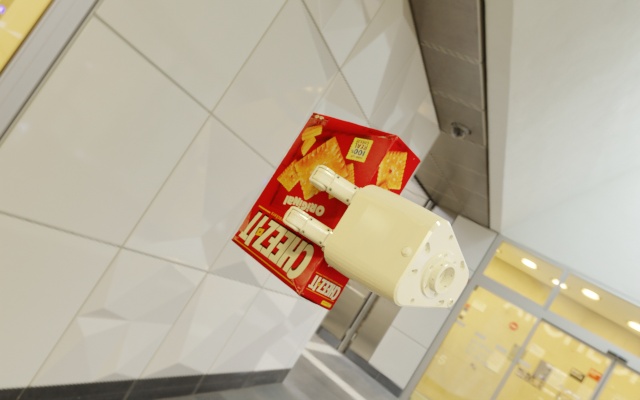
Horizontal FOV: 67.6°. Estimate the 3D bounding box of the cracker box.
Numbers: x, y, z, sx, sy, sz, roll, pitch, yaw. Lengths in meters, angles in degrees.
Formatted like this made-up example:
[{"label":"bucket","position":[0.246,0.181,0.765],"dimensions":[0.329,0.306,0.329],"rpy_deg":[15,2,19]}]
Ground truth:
[{"label":"cracker box","position":[0.000,0.002,0.608],"dimensions":[0.164,0.213,0.072],"rpy_deg":[28,-6,47]}]
